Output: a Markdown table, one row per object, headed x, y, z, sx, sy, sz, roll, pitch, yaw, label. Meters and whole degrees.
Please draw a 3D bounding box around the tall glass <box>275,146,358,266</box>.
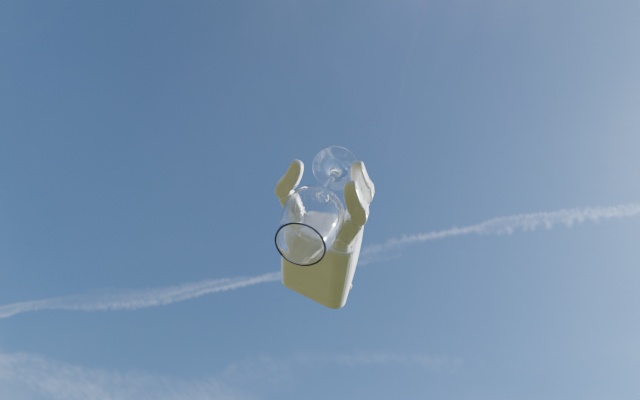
| x | y | z | sx | sy | sz | roll | pitch | yaw | label |
| --- | --- | --- | --- | --- | --- | --- | --- | --- | --- |
| 0.000 | 0.002 | 0.634 | 0.079 | 0.079 | 0.201 | 0 | 30 | 16 | tall glass |
